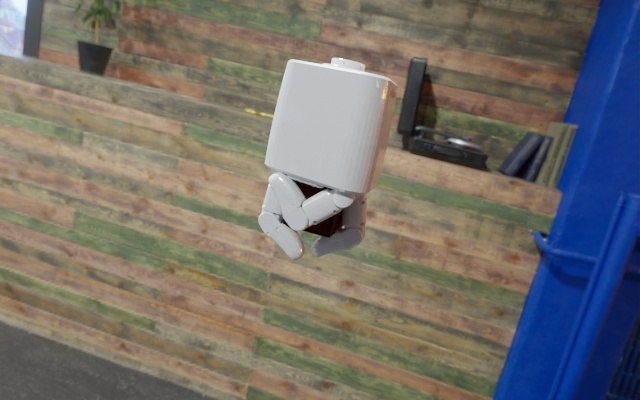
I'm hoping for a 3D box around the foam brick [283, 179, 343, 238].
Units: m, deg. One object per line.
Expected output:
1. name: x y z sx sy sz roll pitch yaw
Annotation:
1. foam brick: 0.000 0.002 0.509 0.053 0.051 0.078 15 12 12
